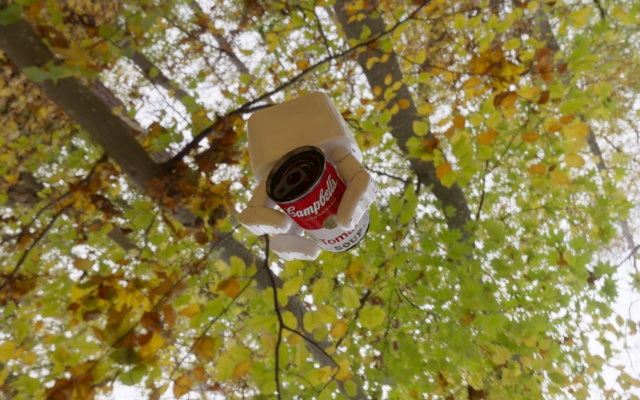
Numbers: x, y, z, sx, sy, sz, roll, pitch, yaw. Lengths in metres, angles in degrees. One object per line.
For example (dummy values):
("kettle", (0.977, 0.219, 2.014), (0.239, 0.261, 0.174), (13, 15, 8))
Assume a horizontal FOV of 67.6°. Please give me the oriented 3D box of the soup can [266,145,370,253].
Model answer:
("soup can", (0.000, 0.002, 0.490), (0.068, 0.068, 0.102), (0, -34, 37))
